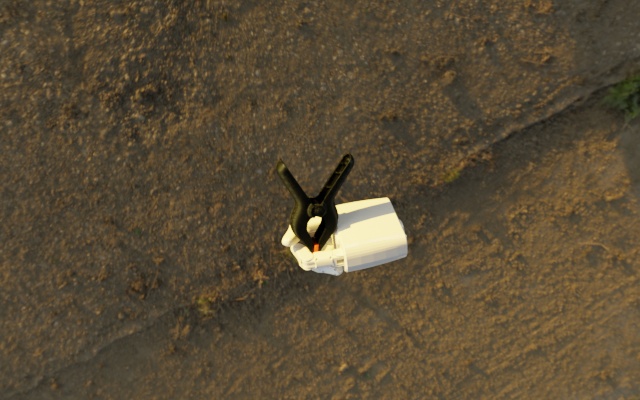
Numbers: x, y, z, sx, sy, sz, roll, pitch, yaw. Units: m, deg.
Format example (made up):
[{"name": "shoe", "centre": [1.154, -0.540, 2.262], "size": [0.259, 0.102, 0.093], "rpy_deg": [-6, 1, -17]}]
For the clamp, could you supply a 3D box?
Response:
[{"name": "clamp", "centre": [0.000, 0.003, 0.744], "size": [0.120, 0.172, 0.039], "rpy_deg": [-12, 32, -7]}]
